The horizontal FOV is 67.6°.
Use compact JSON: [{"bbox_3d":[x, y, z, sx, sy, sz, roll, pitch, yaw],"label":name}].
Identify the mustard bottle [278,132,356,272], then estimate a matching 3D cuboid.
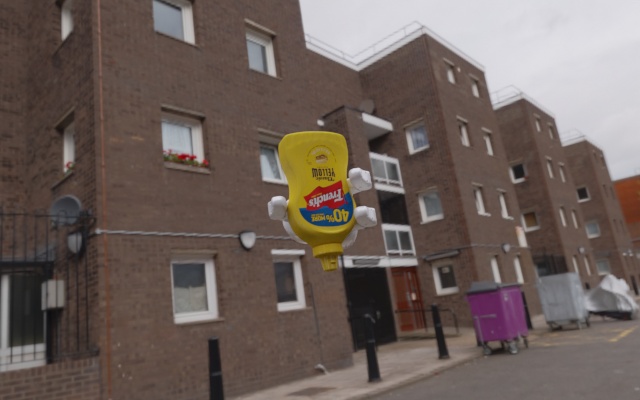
[{"bbox_3d":[0.000,0.002,0.661,0.096,0.191,0.058,-2,-15,-23],"label":"mustard bottle"}]
